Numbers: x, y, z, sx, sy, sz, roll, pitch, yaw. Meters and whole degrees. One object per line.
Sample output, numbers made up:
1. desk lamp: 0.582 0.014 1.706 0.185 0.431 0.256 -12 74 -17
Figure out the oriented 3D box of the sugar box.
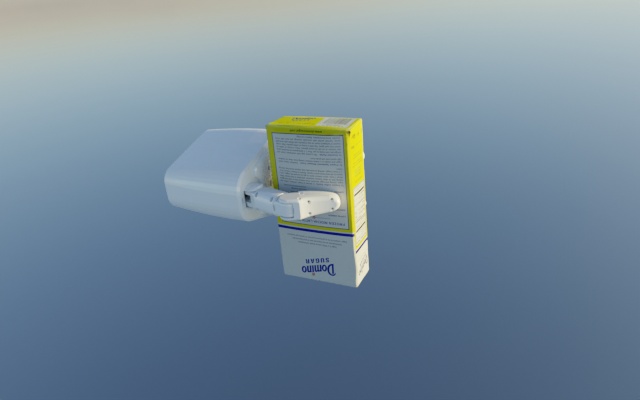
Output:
1. sugar box: 0.000 0.001 0.511 0.093 0.176 0.048 7 28 24
